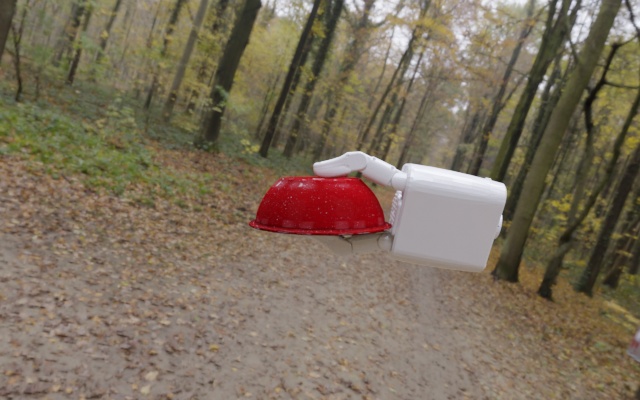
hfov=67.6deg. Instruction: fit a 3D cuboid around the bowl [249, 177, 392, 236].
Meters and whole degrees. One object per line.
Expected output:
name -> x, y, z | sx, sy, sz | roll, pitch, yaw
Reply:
bowl -> -0.001, 0.001, 0.540 | 0.162, 0.055, 0.162 | 0, 4, 0
